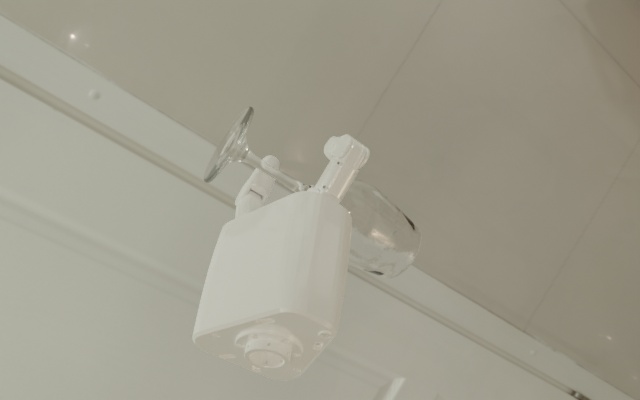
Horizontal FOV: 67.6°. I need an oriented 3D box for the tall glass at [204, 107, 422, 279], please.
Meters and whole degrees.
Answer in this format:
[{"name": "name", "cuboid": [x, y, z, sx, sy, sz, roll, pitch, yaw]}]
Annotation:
[{"name": "tall glass", "cuboid": [0.000, 0.001, 0.437, 0.201, 0.079, 0.079, 32, -13, -23]}]
